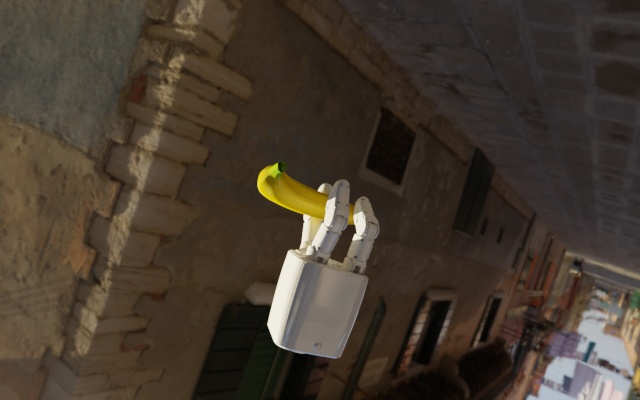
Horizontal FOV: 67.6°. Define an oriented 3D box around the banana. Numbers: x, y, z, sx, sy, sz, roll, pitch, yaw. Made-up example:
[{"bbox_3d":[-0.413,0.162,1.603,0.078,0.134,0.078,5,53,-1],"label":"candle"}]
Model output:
[{"bbox_3d":[-0.016,-0.002,0.588,0.069,0.037,0.198,12,-9,37],"label":"banana"}]
